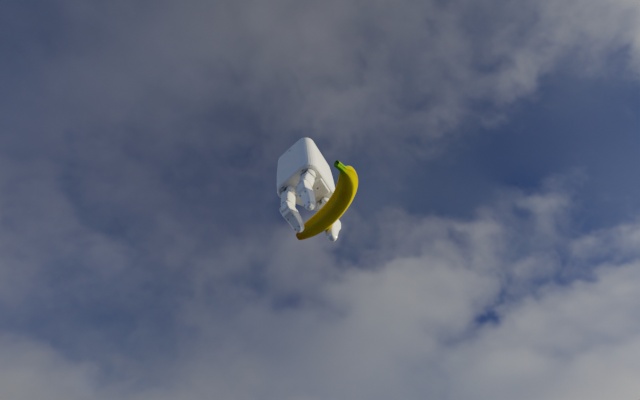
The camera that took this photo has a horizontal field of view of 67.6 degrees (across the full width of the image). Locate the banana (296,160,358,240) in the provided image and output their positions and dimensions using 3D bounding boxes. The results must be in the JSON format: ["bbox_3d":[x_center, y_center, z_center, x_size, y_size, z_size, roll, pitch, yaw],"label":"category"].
[{"bbox_3d":[0.019,0.004,0.853,0.069,0.198,0.037,12,40,-20],"label":"banana"}]
